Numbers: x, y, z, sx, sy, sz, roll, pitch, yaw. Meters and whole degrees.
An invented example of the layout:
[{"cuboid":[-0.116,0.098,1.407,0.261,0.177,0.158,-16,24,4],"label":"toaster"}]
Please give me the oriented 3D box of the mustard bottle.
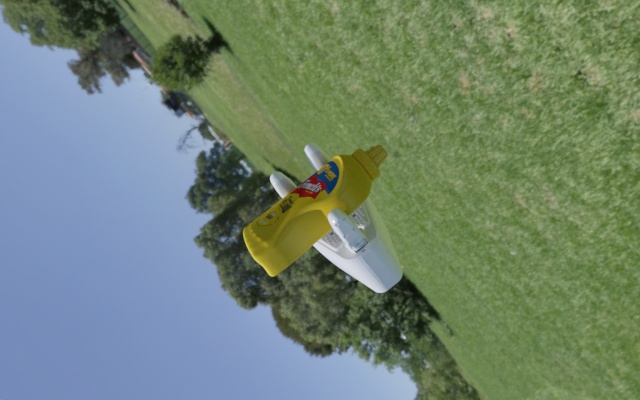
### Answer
[{"cuboid":[0.000,0.002,0.559,0.191,0.058,0.096,-39,21,1],"label":"mustard bottle"}]
